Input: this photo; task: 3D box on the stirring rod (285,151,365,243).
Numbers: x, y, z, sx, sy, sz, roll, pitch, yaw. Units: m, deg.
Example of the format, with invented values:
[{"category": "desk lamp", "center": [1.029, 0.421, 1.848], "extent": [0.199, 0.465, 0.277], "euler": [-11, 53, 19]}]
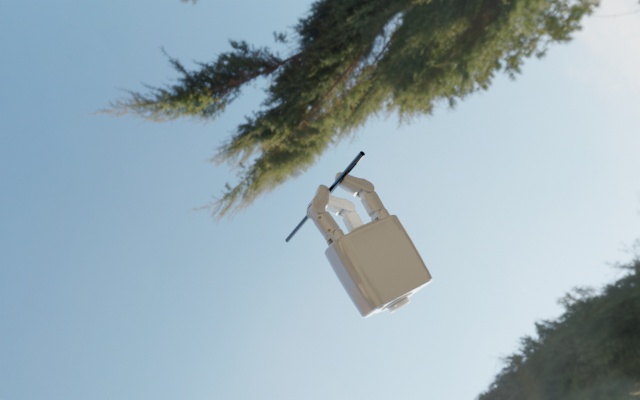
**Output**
[{"category": "stirring rod", "center": [0.000, 0.002, 0.719], "extent": [0.011, 0.011, 0.240], "euler": [0, -33, -33]}]
